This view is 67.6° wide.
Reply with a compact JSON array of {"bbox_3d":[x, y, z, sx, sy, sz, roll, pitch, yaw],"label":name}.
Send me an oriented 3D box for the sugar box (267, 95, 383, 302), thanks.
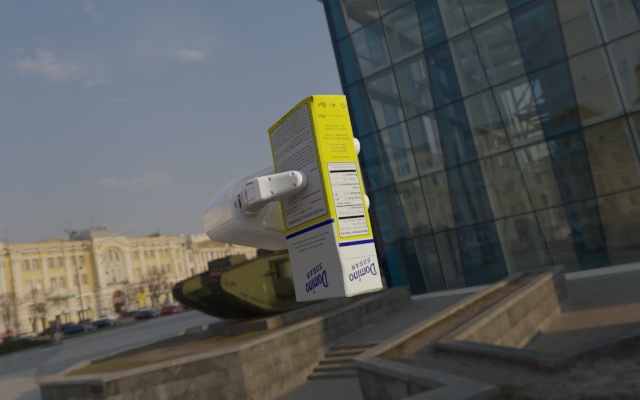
[{"bbox_3d":[0.000,0.001,0.443,0.048,0.176,0.093,-7,-9,-31],"label":"sugar box"}]
